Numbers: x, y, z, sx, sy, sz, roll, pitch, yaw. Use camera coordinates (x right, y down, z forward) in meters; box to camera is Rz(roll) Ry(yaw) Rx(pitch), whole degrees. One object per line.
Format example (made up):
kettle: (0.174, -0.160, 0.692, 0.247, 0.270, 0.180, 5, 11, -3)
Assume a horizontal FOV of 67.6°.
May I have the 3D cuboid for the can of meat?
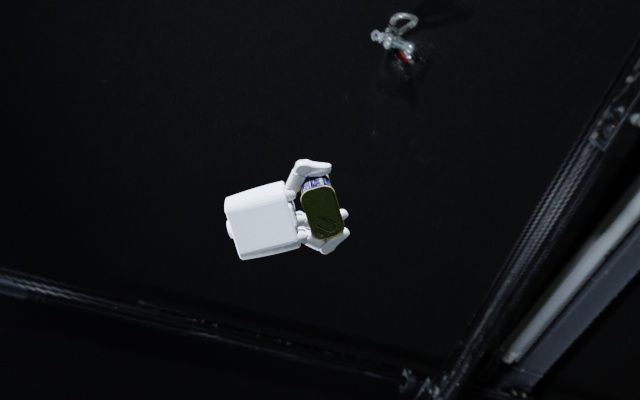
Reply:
can of meat: (0.000, 0.002, 0.823, 0.057, 0.102, 0.084, -17, 29, 2)
